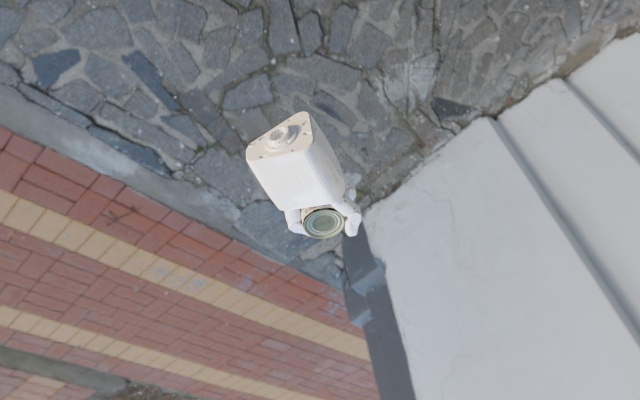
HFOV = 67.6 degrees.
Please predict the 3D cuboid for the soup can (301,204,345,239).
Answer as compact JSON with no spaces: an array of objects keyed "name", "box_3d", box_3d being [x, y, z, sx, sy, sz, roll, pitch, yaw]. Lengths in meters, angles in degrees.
[{"name":"soup can","box_3d":[0.000,0.003,0.771,0.068,0.069,0.102,0,43,-9]}]
